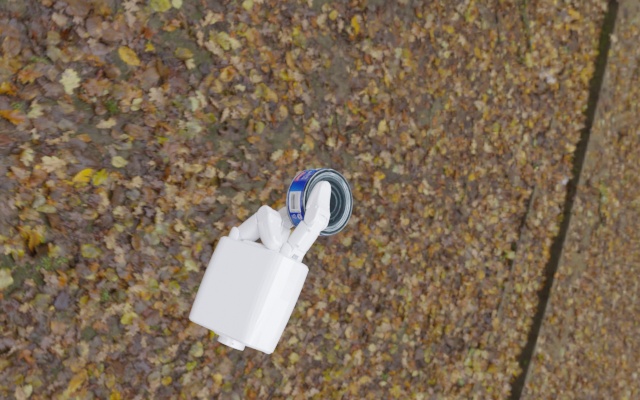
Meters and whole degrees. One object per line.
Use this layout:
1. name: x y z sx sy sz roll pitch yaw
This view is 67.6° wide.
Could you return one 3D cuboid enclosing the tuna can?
1. tuna can: 0.000 0.002 0.602 0.086 0.086 0.034 0 0 -41
